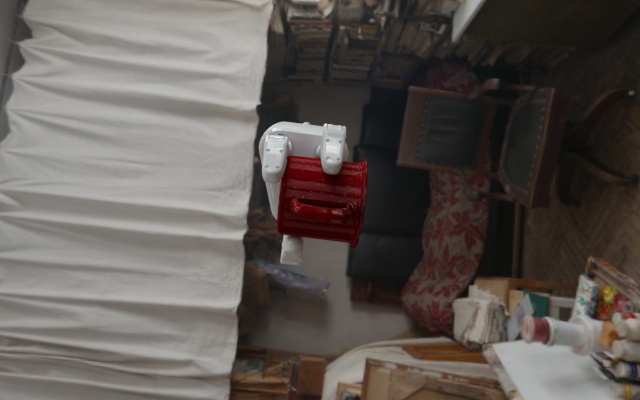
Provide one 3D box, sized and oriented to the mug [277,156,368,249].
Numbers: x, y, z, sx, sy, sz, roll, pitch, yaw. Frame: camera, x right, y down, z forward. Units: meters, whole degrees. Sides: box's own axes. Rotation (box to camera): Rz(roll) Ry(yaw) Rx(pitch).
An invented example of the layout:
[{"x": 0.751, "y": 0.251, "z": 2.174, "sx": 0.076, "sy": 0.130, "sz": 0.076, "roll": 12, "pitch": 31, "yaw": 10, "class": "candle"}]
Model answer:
[{"x": 0.000, "y": 0.002, "z": 0.475, "sx": 0.081, "sy": 0.093, "sz": 0.117, "roll": 7, "pitch": 15, "yaw": -3, "class": "mug"}]
